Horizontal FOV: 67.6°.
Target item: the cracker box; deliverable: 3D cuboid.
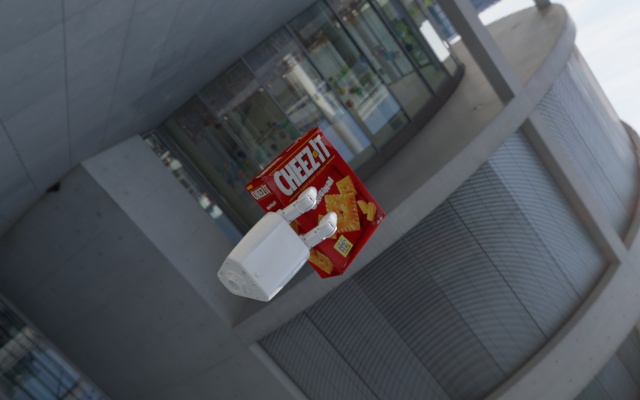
[{"bbox_3d":[0.000,0.003,0.839,0.072,0.214,0.164,-22,20,52],"label":"cracker box"}]
